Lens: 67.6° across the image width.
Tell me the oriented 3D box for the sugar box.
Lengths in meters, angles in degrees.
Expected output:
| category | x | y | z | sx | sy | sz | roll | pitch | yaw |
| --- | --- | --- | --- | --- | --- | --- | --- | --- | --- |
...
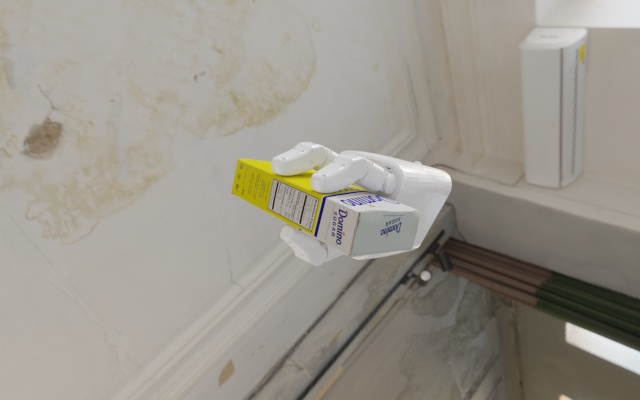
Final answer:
| category | x | y | z | sx | sy | sz | roll | pitch | yaw |
| --- | --- | --- | --- | --- | --- | --- | --- | --- | --- |
| sugar box | 0.000 | 0.001 | 0.470 | 0.176 | 0.048 | 0.093 | 20 | 14 | 42 |
